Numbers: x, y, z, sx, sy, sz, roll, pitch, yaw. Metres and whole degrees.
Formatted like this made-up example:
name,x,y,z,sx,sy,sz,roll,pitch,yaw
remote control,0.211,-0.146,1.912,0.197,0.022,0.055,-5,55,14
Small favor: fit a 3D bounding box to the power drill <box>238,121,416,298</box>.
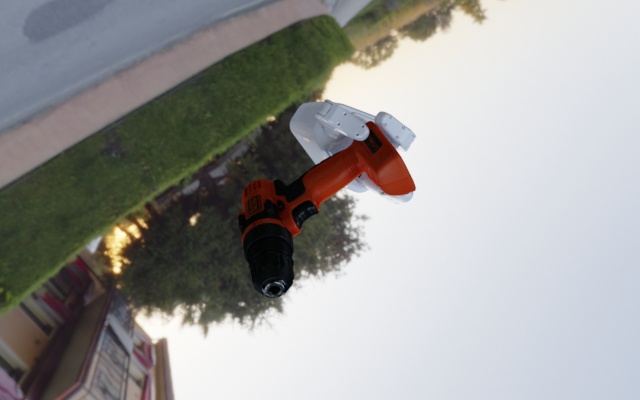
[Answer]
name,x,y,z,sx,sy,sz,roll,pitch,yaw
power drill,0.000,0.001,0.502,0.187,0.057,0.184,-28,34,5
